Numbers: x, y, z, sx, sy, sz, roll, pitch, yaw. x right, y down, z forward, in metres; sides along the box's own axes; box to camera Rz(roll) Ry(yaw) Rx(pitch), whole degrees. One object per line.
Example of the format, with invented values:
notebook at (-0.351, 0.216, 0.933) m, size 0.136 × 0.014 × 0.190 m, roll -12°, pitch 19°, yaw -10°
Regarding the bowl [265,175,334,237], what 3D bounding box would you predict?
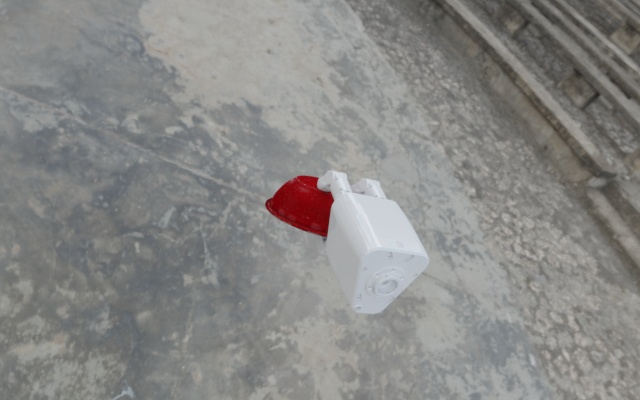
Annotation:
bowl at (-0.001, 0.001, 0.730) m, size 0.162 × 0.055 × 0.162 m, roll 16°, pitch 14°, yaw -4°
